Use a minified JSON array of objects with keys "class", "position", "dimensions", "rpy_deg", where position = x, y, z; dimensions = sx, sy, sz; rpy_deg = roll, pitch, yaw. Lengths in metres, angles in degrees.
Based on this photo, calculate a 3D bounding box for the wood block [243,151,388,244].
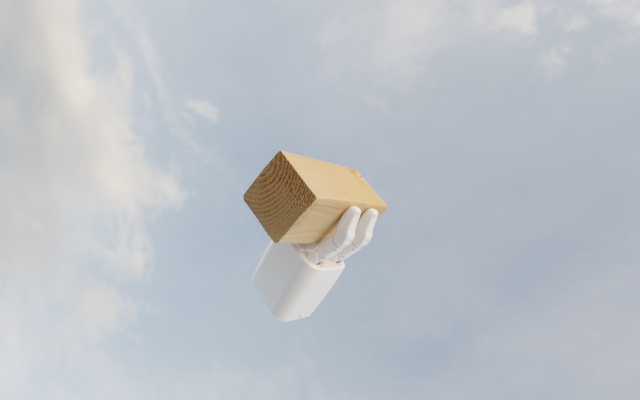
[{"class":"wood block","position":[0.000,0.002,0.703],"dimensions":[0.090,0.090,0.206],"rpy_deg":[-48,-26,20]}]
